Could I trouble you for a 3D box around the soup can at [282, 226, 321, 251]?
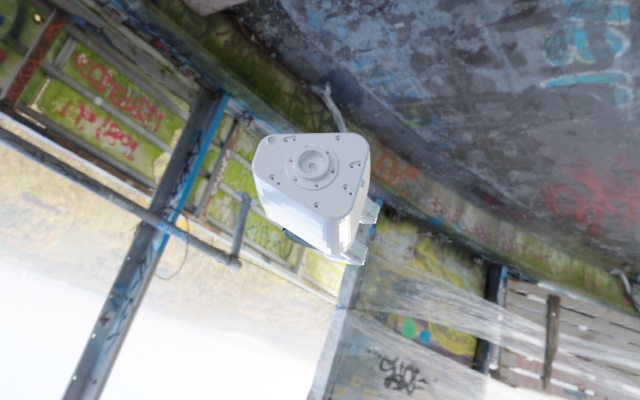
[{"bbox_3d":[0.000,0.002,0.578,0.068,0.102,0.068,16,-20,6],"label":"soup can"}]
